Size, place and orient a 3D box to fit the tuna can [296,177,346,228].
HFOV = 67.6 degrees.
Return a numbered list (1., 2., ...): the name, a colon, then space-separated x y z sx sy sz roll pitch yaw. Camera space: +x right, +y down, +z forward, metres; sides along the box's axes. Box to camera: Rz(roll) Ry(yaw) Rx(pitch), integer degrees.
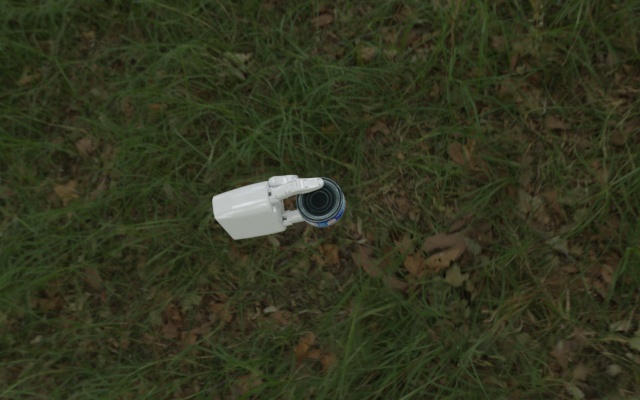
1. tuna can: 0.000 0.003 0.848 0.086 0.086 0.034 0 -18 10
